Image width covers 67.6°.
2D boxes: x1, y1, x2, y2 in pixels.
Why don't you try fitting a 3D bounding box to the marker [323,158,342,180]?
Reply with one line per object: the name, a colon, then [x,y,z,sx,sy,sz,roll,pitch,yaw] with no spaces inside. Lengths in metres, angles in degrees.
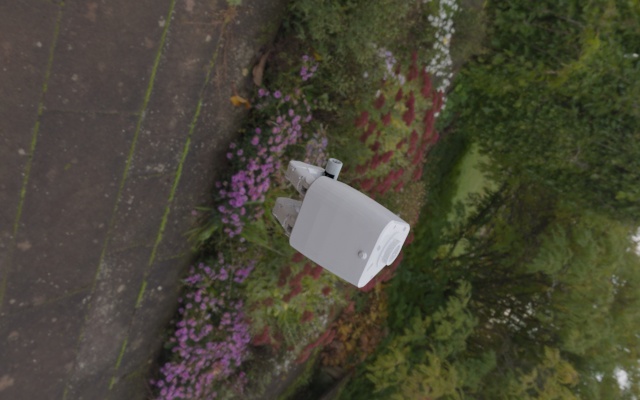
marker: [0.000,0.002,0.634,0.020,0.121,0.020,17,23,-8]
